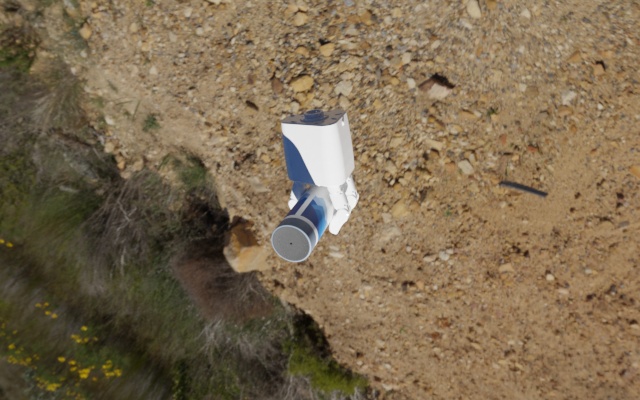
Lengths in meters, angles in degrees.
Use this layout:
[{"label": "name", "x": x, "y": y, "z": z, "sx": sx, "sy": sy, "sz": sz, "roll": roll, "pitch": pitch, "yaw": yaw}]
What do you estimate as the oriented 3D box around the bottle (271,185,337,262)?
[{"label": "bottle", "x": 0.000, "y": 0.003, "z": 0.858, "sx": 0.069, "sy": 0.069, "sz": 0.295, "roll": 0, "pitch": 26, "yaw": 20}]
